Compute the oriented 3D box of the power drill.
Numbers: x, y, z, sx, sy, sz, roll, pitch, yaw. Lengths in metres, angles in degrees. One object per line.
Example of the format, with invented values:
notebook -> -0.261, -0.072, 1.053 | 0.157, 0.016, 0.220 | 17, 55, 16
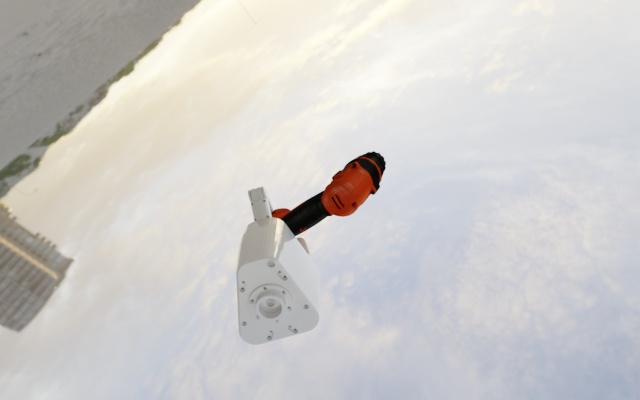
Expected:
power drill -> 0.000, 0.003, 0.665 | 0.188, 0.057, 0.184 | -33, 3, 28
